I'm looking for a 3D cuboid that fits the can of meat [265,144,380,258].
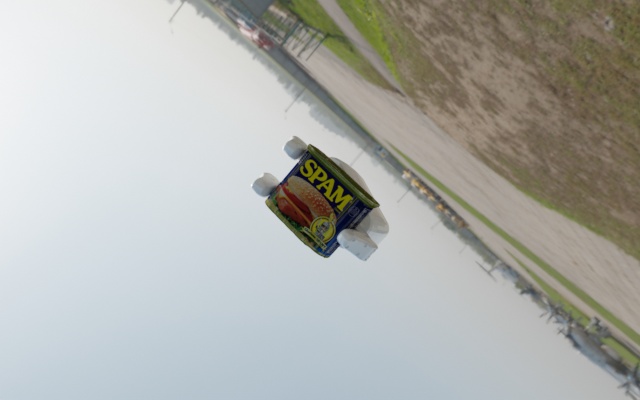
[{"bbox_3d":[0.000,0.002,0.535,0.102,0.084,0.057,44,10,18],"label":"can of meat"}]
